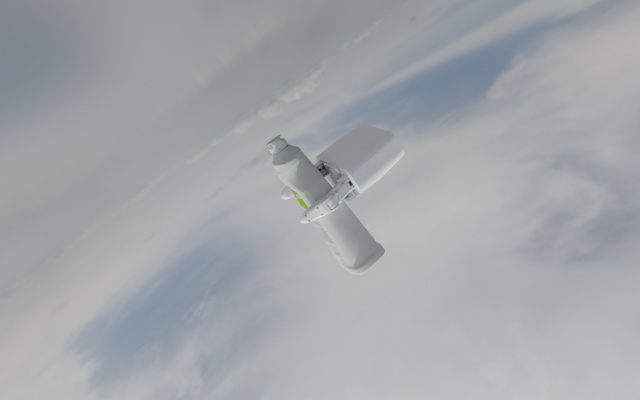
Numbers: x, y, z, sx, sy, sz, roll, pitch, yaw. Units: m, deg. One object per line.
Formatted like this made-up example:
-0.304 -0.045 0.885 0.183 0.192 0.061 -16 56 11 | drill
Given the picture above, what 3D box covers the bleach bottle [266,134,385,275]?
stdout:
0.000 0.003 0.776 0.068 0.251 0.102 -40 17 -13 | bleach bottle
